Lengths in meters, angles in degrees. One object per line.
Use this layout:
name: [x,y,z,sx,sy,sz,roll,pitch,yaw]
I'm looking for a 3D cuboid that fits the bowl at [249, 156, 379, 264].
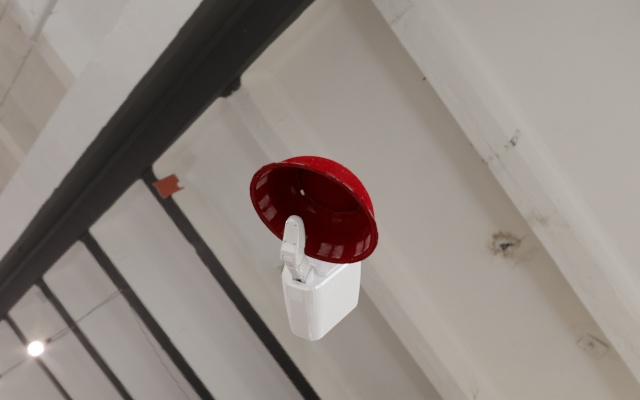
bowl: [0.000,0.001,0.557,0.162,0.162,0.055,0,43,35]
